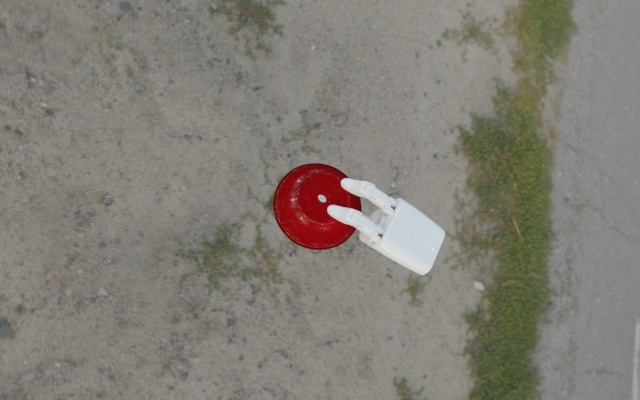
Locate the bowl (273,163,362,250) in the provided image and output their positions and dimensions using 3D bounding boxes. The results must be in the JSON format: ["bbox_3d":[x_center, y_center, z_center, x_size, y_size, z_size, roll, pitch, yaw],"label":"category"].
[{"bbox_3d":[-0.001,0.002,0.830,0.162,0.162,0.055,0,-15,-11],"label":"bowl"}]
